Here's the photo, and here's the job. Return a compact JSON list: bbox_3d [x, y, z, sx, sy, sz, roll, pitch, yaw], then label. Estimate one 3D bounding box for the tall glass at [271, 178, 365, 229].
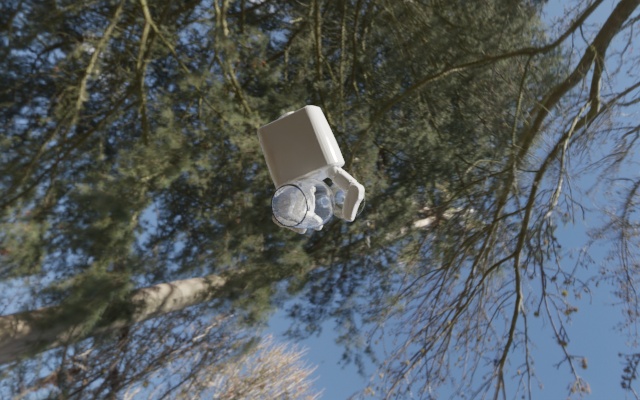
[{"bbox_3d":[0.001,0.003,0.770,0.079,0.079,0.201,0,3,27],"label":"tall glass"}]
